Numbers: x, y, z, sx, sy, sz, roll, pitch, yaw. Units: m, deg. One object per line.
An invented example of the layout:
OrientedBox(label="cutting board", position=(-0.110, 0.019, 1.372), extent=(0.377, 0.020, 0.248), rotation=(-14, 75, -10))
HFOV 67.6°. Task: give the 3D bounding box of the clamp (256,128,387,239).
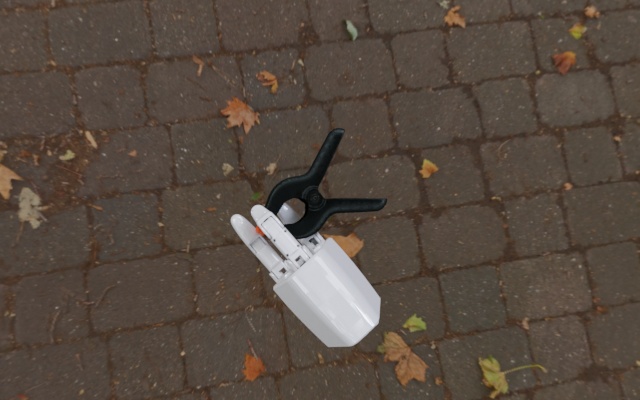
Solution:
OrientedBox(label="clamp", position=(0.000, 0.002, 0.610), extent=(0.171, 0.120, 0.039), rotation=(-41, -1, -8))
